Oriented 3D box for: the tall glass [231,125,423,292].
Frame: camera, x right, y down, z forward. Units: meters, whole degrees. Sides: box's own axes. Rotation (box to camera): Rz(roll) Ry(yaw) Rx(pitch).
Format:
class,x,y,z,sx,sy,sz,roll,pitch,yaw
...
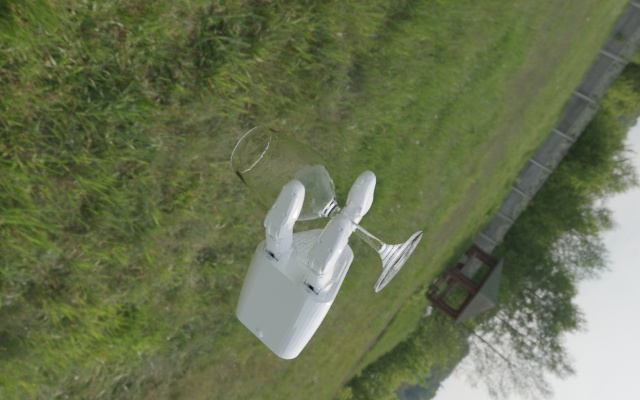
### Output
class,x,y,z,sx,sy,sz,roll,pitch,yaw
tall glass,0.001,0.002,0.486,0.201,0.079,0.079,37,14,18
